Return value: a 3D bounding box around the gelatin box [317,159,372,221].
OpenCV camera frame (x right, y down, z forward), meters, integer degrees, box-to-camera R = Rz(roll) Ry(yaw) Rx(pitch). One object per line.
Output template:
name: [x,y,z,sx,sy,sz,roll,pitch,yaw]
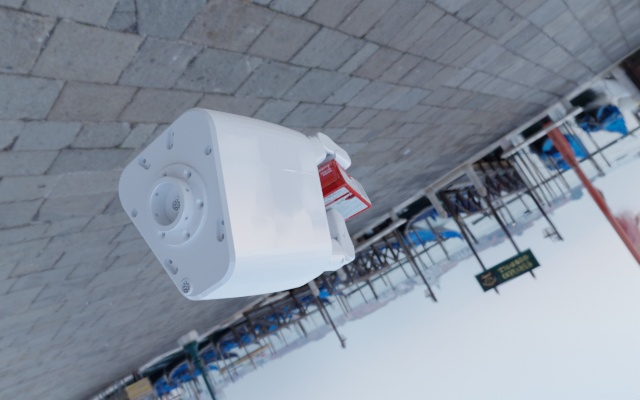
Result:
gelatin box: [0.000,0.002,0.448,0.073,0.030,0.089,-29,-22,12]
